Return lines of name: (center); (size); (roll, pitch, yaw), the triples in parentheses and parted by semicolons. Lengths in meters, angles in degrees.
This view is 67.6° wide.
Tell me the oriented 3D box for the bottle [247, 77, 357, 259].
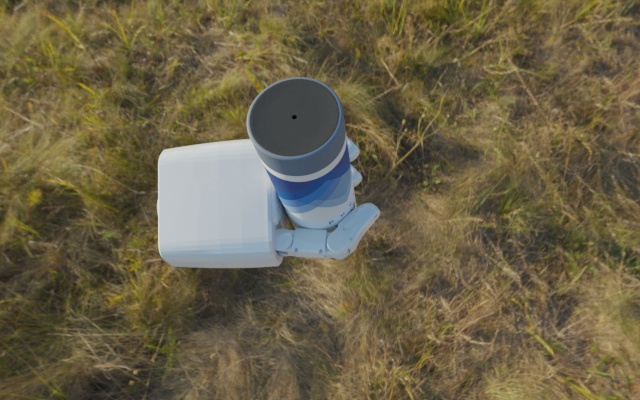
bottle: (0.000, 0.001, 0.456); (0.069, 0.069, 0.296); (0, -23, 8)
